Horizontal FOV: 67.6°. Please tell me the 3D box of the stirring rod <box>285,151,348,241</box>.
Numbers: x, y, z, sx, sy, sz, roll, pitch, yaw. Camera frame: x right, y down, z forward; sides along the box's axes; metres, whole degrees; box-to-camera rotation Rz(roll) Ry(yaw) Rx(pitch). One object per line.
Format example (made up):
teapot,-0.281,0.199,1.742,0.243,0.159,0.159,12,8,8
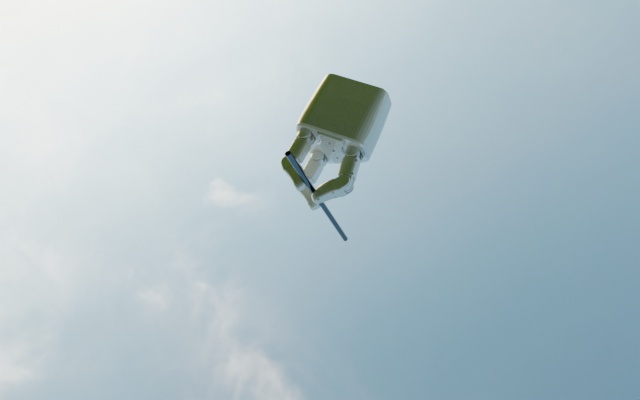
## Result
stirring rod,0.000,0.002,0.693,0.011,0.011,0.240,0,-31,23
